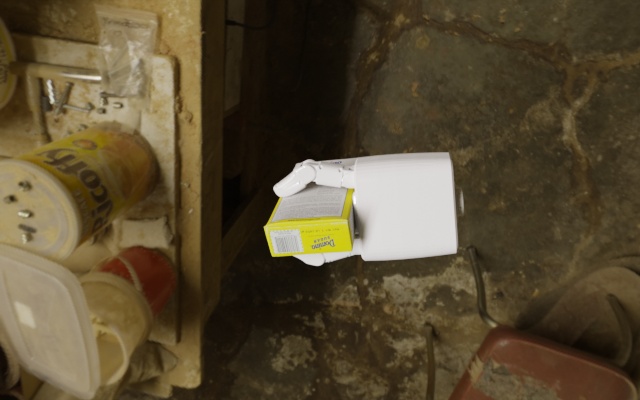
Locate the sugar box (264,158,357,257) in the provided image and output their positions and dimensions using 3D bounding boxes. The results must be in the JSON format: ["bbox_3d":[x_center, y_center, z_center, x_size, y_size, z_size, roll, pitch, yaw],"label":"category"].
[{"bbox_3d":[0.000,0.002,0.581,0.093,0.048,0.176,-4,24,12],"label":"sugar box"}]
